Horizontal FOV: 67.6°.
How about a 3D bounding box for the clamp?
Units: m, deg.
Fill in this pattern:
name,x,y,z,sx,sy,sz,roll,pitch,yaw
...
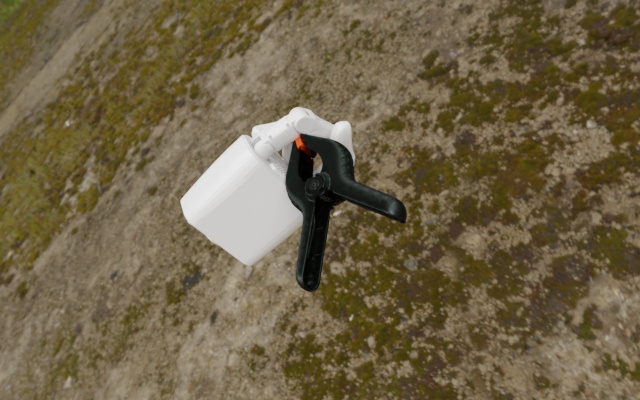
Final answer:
name,x,y,z,sx,sy,sz,roll,pitch,yaw
clamp,0.000,0.001,0.466,0.039,0.120,0.171,40,12,-42
